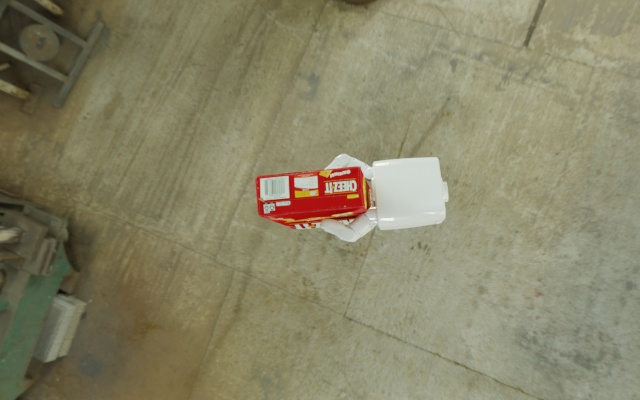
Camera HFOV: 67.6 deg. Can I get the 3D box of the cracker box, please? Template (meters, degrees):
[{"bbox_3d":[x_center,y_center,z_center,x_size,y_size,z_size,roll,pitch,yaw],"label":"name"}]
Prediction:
[{"bbox_3d":[0.000,0.002,0.809,0.164,0.072,0.214,-5,-9,9],"label":"cracker box"}]
